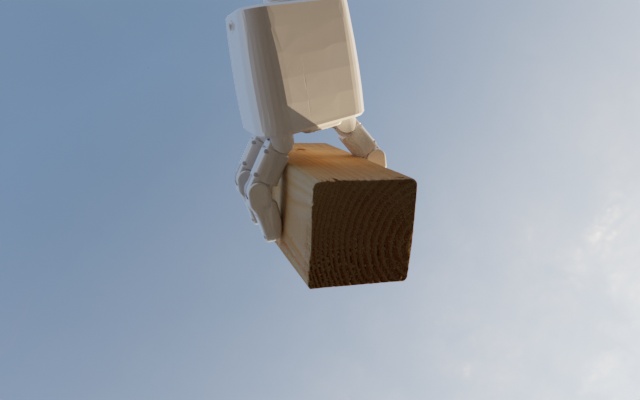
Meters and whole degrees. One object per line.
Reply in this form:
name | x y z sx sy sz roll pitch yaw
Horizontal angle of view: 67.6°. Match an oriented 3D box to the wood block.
wood block | 0.000 0.001 0.469 0.091 0.090 0.206 -2 15 -19
